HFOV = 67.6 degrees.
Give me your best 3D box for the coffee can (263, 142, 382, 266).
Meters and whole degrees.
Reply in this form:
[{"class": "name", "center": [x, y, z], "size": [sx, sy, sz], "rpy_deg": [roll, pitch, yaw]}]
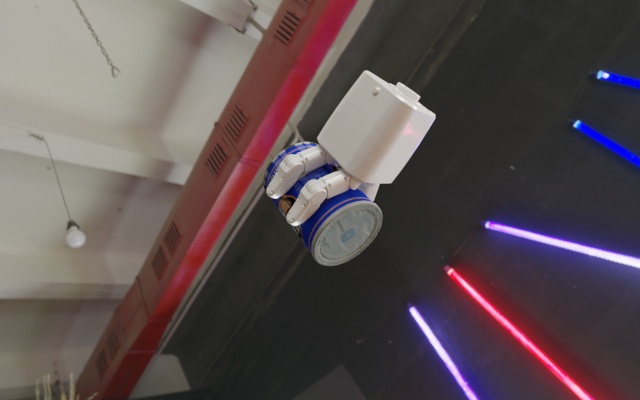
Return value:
[{"class": "coffee can", "center": [0.000, 0.002, 0.635], "size": [0.103, 0.103, 0.140], "rpy_deg": [0, 37, -40]}]
